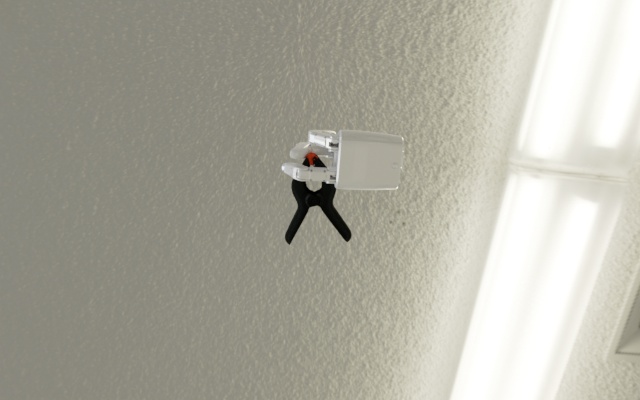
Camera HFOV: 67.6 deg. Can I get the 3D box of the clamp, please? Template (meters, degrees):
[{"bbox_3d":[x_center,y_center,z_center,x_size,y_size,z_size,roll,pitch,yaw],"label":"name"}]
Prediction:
[{"bbox_3d":[0.000,0.002,0.847,0.120,0.171,0.039,3,19,-3],"label":"clamp"}]
